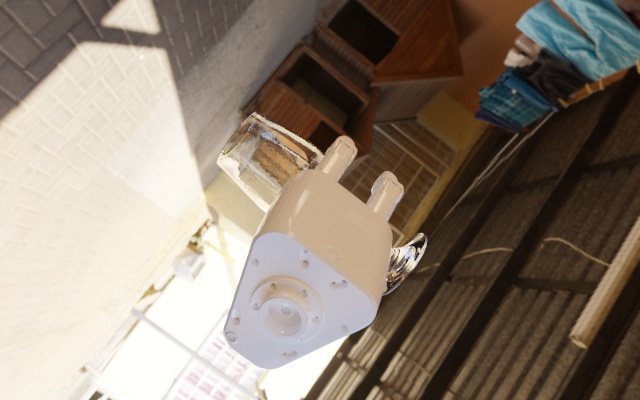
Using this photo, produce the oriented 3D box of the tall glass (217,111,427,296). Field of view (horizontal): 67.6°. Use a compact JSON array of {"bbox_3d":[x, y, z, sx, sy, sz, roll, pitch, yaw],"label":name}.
[{"bbox_3d":[0.001,0.002,0.455,0.201,0.079,0.079,38,-4,-5],"label":"tall glass"}]
